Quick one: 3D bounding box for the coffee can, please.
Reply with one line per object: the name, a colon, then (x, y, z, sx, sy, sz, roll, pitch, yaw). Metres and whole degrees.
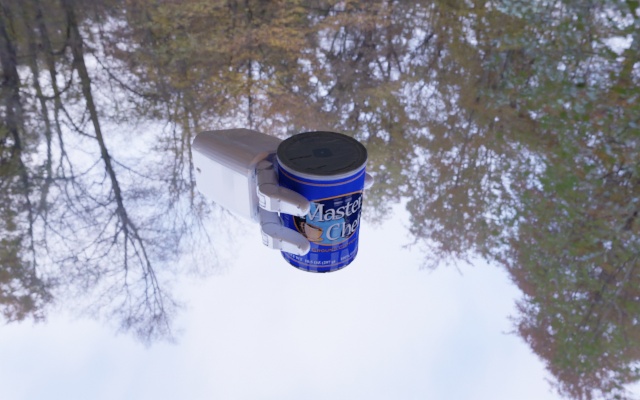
coffee can: (0.000, 0.002, 0.575, 0.103, 0.140, 0.102, 1, 35, -1)
